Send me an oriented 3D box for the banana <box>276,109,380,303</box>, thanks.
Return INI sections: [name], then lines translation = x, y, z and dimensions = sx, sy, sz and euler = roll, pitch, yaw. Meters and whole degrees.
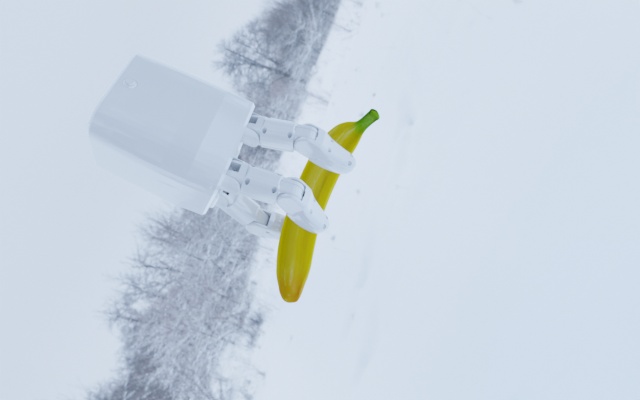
[banana]
translation = -0.005, 0.000, 0.458
dimensions = 0.037, 0.197, 0.069
euler = 27, -13, -17
